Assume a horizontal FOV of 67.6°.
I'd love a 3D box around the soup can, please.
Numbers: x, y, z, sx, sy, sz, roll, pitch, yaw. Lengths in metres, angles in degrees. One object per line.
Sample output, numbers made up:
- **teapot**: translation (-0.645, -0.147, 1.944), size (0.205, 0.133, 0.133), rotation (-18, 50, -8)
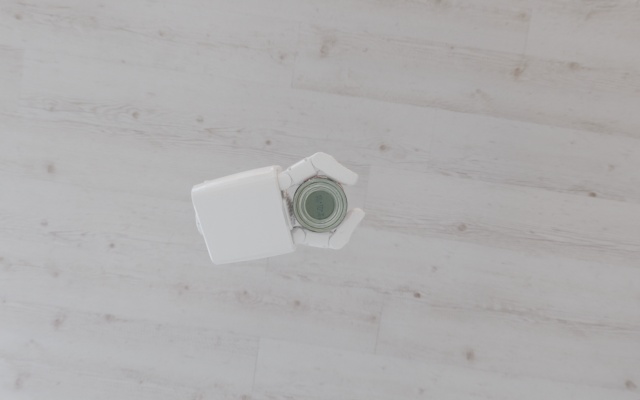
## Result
- **soup can**: translation (0.001, 0.002, 0.612), size (0.068, 0.068, 0.102), rotation (0, 4, 1)
